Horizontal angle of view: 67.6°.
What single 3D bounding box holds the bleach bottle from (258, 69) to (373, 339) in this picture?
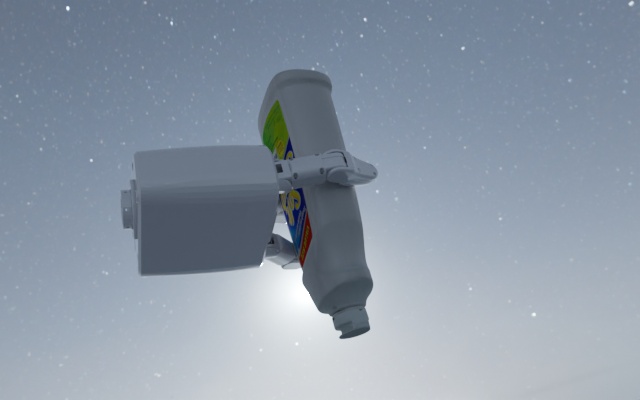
[{"bbox_3d":[0.000,0.001,0.454,0.068,0.250,0.103,-3,-30,-25],"label":"bleach bottle"}]
